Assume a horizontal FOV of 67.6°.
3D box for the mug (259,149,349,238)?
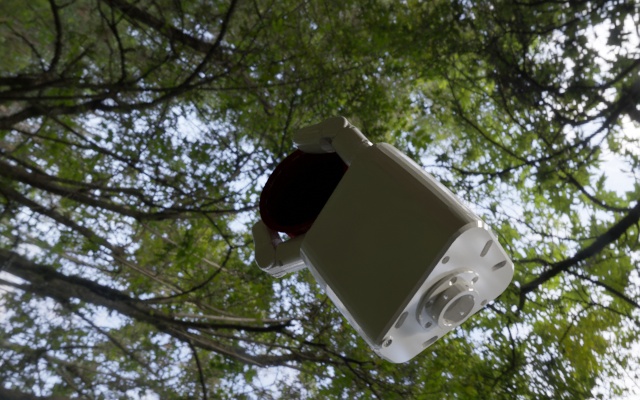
[{"bbox_3d":[0.000,0.001,0.445,0.081,0.093,0.117,45,4,-42],"label":"mug"}]
